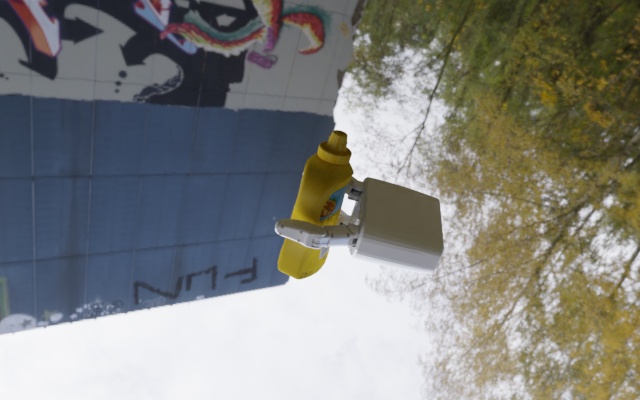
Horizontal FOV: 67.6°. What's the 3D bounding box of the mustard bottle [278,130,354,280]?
[{"bbox_3d":[0.000,0.002,0.605,0.058,0.192,0.096,26,29,17],"label":"mustard bottle"}]
